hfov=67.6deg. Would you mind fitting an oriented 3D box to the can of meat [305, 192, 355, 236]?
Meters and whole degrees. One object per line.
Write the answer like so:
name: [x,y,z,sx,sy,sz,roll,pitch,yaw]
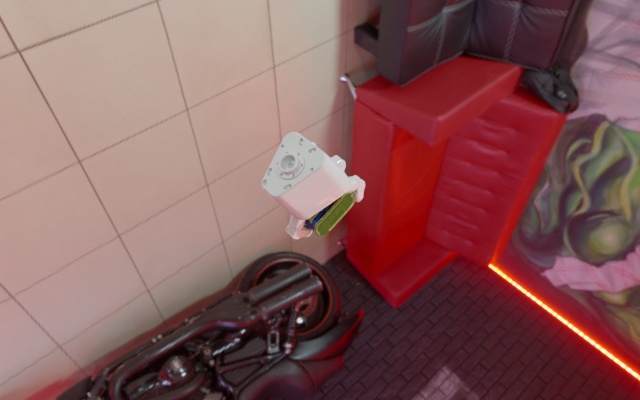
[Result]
can of meat: [0.000,0.003,0.866,0.084,0.102,0.057,40,-3,30]
